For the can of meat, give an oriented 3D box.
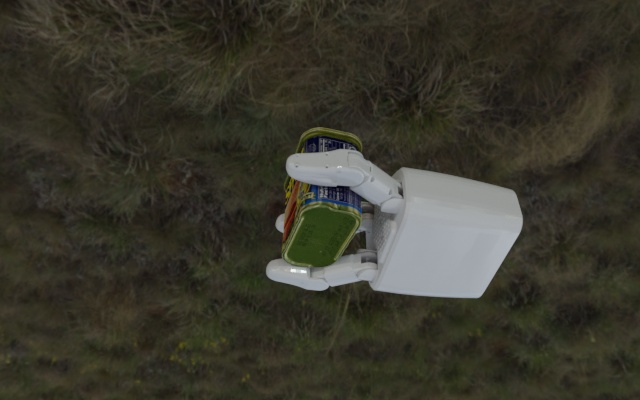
[{"bbox_3d":[0.000,0.002,0.427,0.057,0.084,0.102,10,-38,-13],"label":"can of meat"}]
